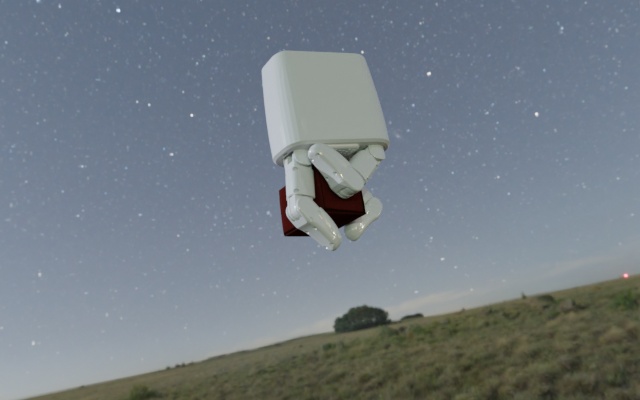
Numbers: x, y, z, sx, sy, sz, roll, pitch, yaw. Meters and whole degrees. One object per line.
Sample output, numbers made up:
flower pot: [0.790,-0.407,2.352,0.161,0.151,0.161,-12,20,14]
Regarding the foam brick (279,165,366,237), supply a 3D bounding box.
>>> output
foam brick: [0.000,0.002,0.490,0.053,0.051,0.078,4,-23,-36]
